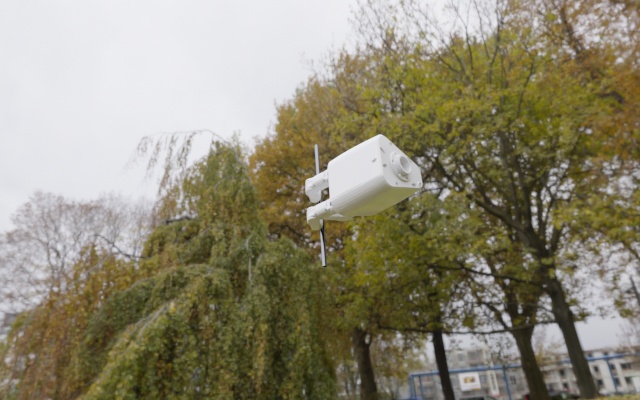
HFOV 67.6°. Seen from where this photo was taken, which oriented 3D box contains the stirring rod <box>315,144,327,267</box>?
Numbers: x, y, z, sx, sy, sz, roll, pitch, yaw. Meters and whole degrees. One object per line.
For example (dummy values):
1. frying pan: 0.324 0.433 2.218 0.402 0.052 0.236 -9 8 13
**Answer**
1. stirring rod: 0.000 0.003 0.845 0.011 0.239 0.011 -3 -28 -2
